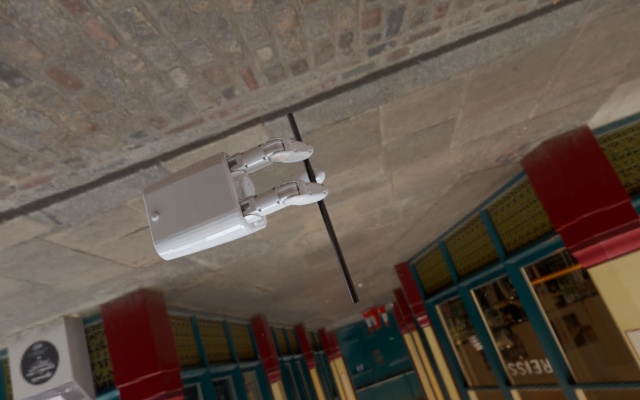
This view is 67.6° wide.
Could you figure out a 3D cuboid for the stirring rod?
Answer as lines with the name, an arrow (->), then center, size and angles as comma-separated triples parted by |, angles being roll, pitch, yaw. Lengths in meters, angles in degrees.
stirring rod -> 0.000, 0.002, 0.550 | 0.011, 0.239, 0.011 | -17, -19, -6
